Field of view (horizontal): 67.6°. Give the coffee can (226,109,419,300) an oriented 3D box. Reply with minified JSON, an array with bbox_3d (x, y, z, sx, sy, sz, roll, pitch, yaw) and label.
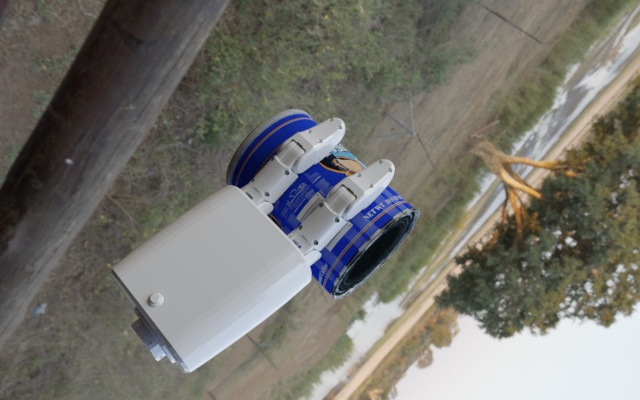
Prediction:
[{"bbox_3d":[0.000,0.001,0.424,0.140,0.103,0.103,43,18,20],"label":"coffee can"}]
